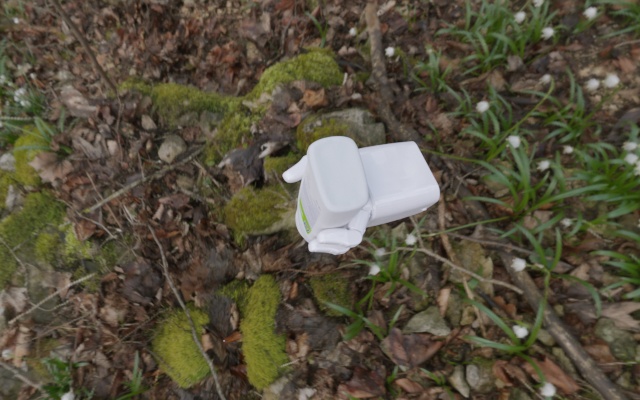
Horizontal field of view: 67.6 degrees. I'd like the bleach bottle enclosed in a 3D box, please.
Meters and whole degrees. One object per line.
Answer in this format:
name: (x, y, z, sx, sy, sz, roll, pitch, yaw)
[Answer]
bleach bottle: (0.000, 0.002, 0.700, 0.068, 0.102, 0.251, -11, -14, -15)
